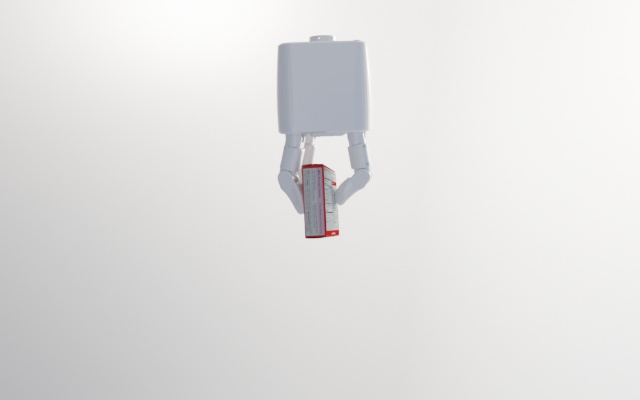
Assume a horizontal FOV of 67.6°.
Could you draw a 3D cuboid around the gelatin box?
[{"bbox_3d":[0.001,0.002,0.594,0.030,0.089,0.073,-4,-3,13],"label":"gelatin box"}]
